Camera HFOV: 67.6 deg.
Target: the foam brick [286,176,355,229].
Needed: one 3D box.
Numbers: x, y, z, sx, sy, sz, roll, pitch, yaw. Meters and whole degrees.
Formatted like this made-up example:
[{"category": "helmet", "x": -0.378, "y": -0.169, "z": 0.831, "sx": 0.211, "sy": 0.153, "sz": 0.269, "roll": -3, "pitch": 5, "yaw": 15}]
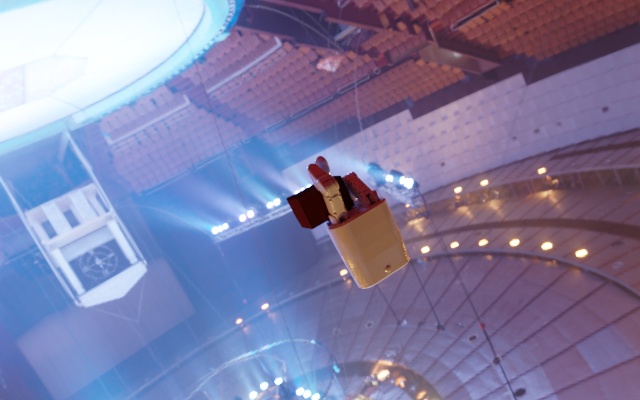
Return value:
[{"category": "foam brick", "x": 0.000, "y": 0.002, "z": 0.710, "sx": 0.078, "sy": 0.051, "sz": 0.053, "roll": -28, "pitch": 11, "yaw": -18}]
